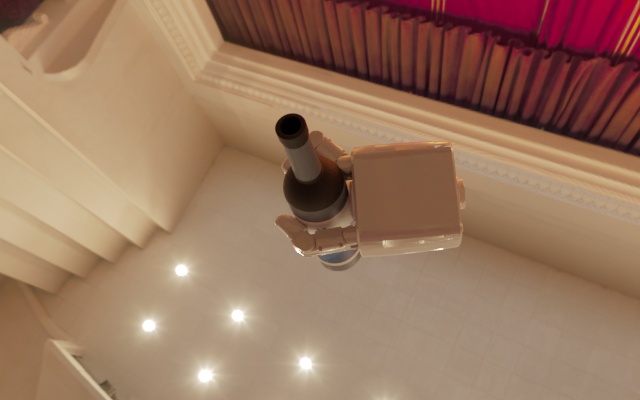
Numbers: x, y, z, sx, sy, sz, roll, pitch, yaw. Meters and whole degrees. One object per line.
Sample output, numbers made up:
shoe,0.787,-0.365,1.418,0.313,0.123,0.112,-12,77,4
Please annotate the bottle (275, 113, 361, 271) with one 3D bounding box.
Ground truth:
bottle,0.000,0.002,0.534,0.069,0.069,0.296,0,-26,11
